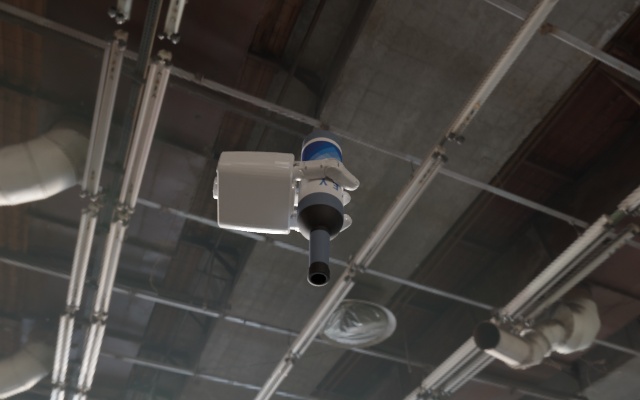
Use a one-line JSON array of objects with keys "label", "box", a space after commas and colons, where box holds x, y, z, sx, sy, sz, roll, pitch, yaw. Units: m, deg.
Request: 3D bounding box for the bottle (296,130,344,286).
[{"label": "bottle", "box": [0.000, 0.002, 0.694, 0.069, 0.069, 0.295, 0, 39, 1]}]
